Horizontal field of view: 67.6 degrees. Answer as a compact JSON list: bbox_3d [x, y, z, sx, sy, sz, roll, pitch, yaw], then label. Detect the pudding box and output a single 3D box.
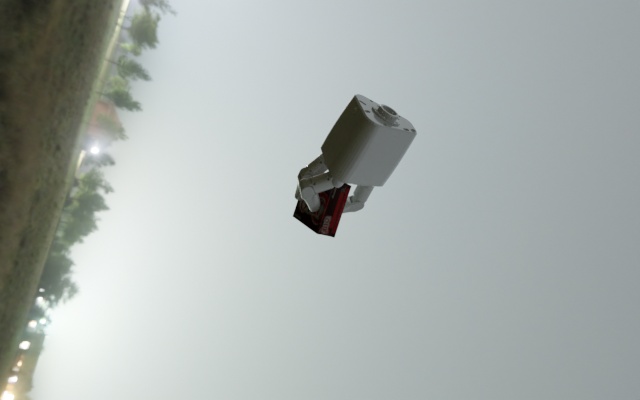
[{"bbox_3d":[0.000,0.003,0.796,0.039,0.090,0.113,16,6,-25],"label":"pudding box"}]
